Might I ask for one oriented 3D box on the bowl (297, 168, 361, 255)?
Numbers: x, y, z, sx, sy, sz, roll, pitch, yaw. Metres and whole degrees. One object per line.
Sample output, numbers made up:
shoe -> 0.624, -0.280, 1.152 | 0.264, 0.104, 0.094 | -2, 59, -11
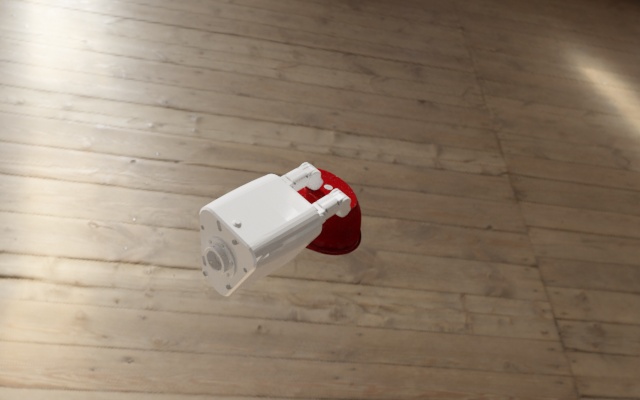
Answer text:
bowl -> 0.001, 0.001, 0.688 | 0.162, 0.055, 0.162 | 22, 31, -14
